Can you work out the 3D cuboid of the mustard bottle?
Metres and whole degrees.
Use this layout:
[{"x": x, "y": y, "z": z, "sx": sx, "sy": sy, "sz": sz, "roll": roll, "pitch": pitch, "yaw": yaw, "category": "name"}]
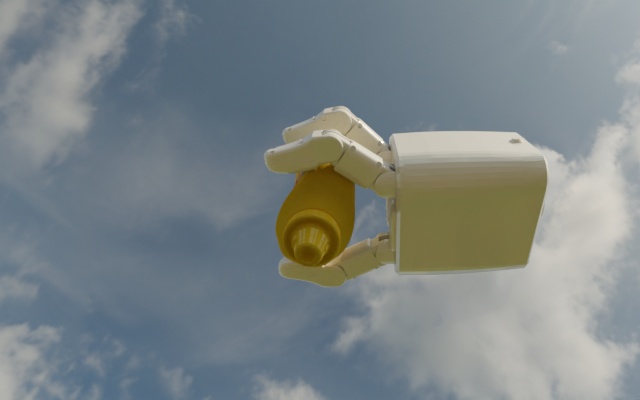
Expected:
[{"x": 0.000, "y": 0.001, "z": 0.404, "sx": 0.058, "sy": 0.096, "sz": 0.191, "roll": 21, "pitch": 22, "yaw": -4, "category": "mustard bottle"}]
